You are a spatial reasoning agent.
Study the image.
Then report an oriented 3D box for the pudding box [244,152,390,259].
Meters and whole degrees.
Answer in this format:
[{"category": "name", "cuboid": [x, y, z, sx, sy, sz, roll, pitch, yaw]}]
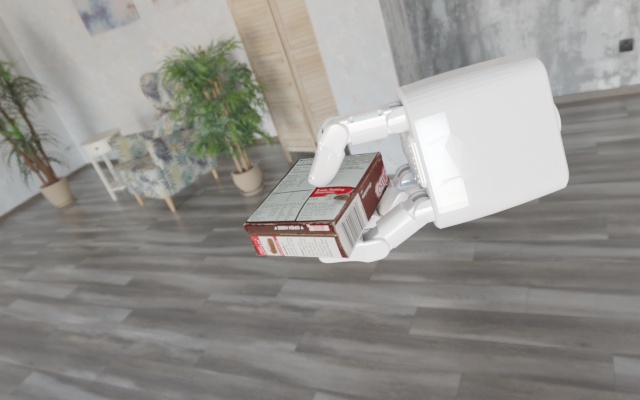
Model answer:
[{"category": "pudding box", "cuboid": [0.000, 0.001, 0.419, 0.090, 0.039, 0.113, -3, 31, 31]}]
